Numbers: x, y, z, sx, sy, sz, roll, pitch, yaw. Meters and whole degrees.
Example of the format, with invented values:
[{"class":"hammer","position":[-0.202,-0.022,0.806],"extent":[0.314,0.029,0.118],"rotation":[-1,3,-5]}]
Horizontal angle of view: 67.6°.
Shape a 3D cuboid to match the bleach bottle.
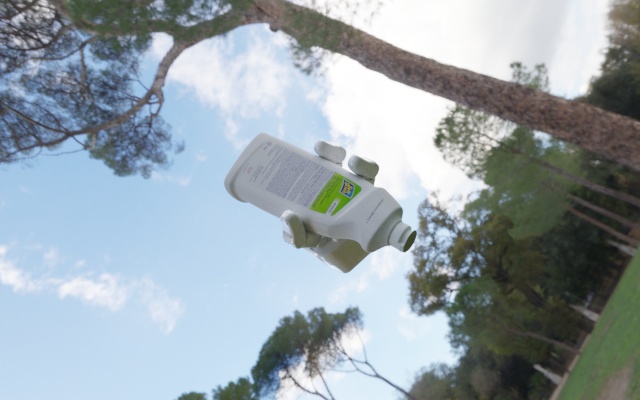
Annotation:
[{"class":"bleach bottle","position":[0.000,0.002,0.598],"extent":[0.250,0.102,0.068],"rotation":[28,-11,29]}]
